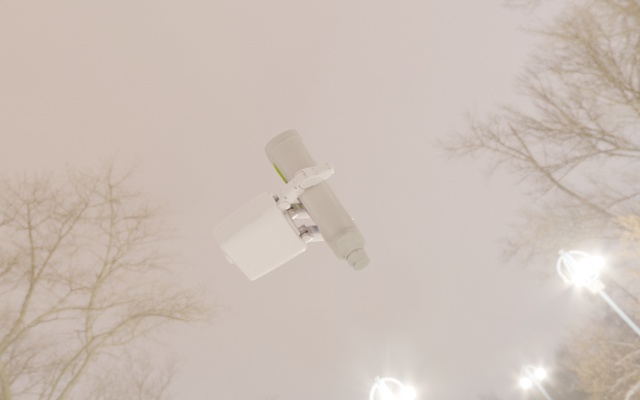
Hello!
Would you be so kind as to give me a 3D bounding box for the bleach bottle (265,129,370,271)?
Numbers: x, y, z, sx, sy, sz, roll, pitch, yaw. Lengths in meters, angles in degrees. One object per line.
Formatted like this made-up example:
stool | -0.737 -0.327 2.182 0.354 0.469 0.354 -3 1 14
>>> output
bleach bottle | 0.000 0.002 0.750 0.068 0.250 0.103 -33 -35 -1
